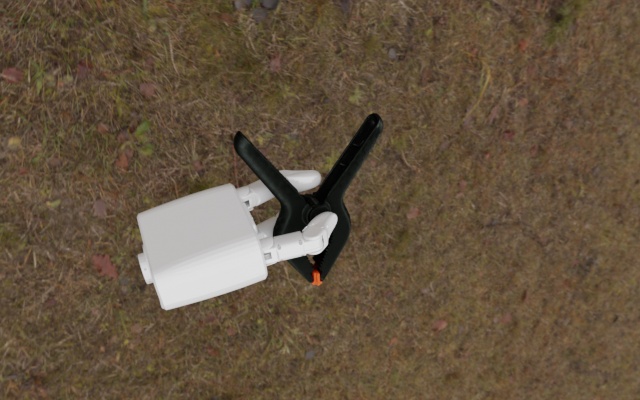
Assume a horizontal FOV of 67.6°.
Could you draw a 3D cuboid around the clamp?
[{"bbox_3d":[0.000,0.003,0.542,0.164,0.210,0.036,-16,32,-15],"label":"clamp"}]
